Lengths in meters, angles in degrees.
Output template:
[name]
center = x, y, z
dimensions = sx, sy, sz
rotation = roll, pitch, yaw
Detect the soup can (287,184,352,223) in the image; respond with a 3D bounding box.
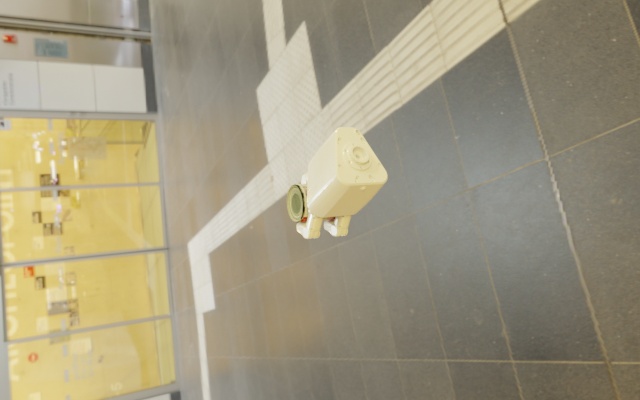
[soup can]
center = 0.000, 0.003, 0.841
dimensions = 0.102, 0.068, 0.068
rotation = -4, 2, -28
